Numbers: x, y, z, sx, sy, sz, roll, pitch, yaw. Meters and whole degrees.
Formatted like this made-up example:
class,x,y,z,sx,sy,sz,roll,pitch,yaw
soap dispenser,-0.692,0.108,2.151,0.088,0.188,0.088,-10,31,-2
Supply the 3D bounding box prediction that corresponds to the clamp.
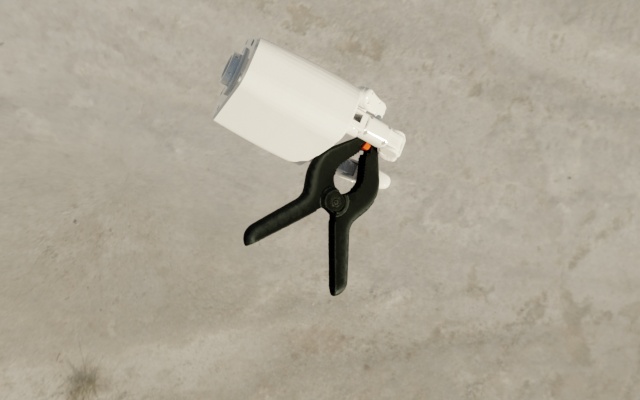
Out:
class,x,y,z,sx,sy,sz,roll,pitch,yaw
clamp,0.000,0.002,0.492,0.120,0.171,0.039,24,-7,-22
